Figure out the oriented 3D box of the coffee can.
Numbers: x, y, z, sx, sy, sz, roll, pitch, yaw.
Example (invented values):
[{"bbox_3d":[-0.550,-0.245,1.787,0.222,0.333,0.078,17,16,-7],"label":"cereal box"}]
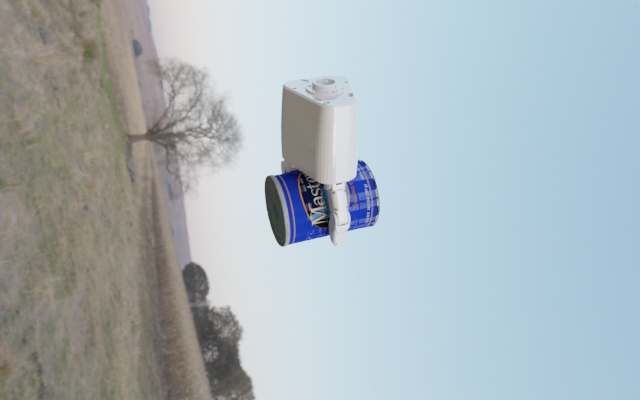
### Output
[{"bbox_3d":[0.000,0.002,0.691,0.140,0.103,0.103,-12,4,-18],"label":"coffee can"}]
